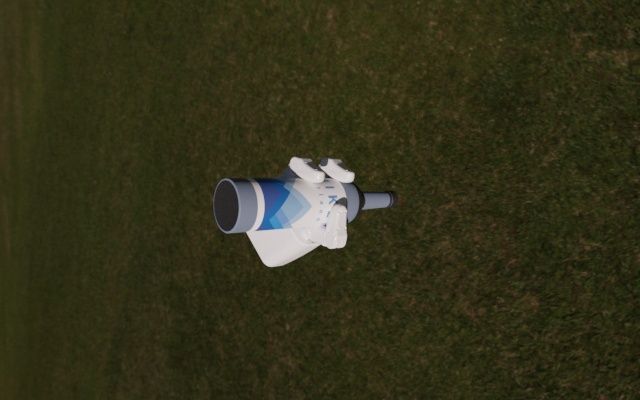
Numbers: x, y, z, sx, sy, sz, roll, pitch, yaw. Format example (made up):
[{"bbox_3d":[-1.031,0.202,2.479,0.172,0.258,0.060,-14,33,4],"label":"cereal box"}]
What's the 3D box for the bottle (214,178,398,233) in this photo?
[{"bbox_3d":[0.000,0.002,0.666,0.296,0.069,0.069,-2,1,-39],"label":"bottle"}]
